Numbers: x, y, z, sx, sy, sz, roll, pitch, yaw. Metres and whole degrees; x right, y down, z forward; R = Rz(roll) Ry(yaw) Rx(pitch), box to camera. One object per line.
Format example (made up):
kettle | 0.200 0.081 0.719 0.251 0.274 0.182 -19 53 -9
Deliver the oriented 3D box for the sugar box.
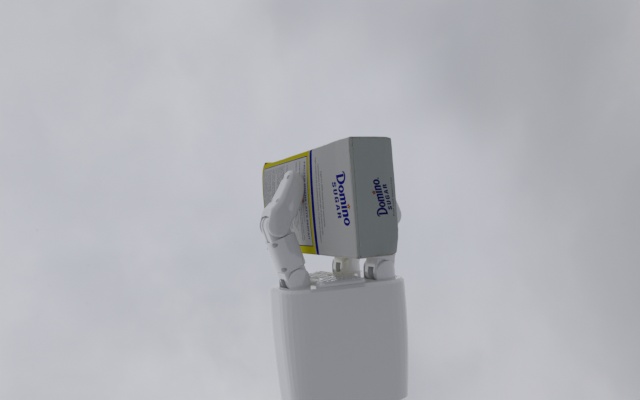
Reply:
sugar box | 0.001 0.002 0.432 0.048 0.093 0.176 -3 -1 -31
